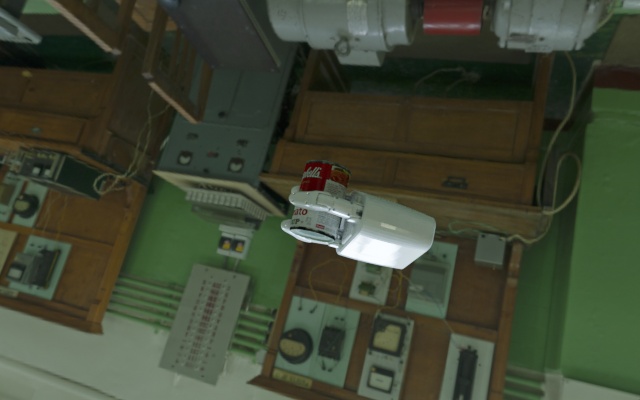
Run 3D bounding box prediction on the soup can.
[{"bbox_3d":[0.000,0.002,0.677,0.068,0.102,0.068,13,-14,3],"label":"soup can"}]
